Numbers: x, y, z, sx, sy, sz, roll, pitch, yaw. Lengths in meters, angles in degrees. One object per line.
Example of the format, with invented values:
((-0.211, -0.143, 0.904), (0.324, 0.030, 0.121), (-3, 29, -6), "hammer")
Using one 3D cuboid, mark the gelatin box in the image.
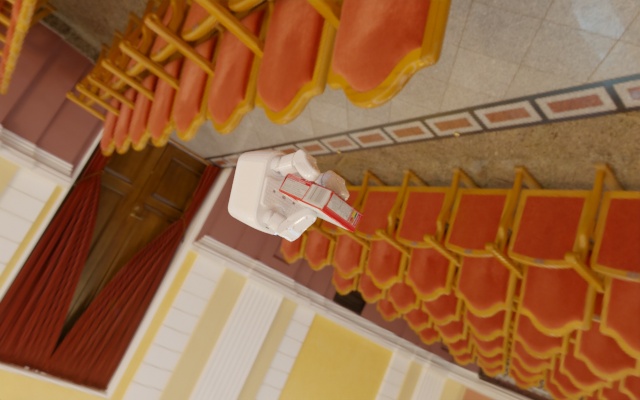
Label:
((0.000, 0.002, 0.612), (0.089, 0.030, 0.073), (23, -10, 44), "gelatin box")
